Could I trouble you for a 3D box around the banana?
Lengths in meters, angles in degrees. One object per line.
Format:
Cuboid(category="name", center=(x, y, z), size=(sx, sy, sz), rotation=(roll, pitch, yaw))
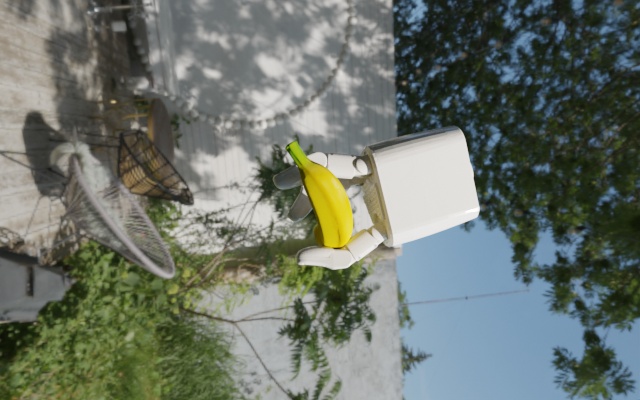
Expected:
Cuboid(category="banana", center=(0.008, 0.014, 0.501), size=(0.037, 0.069, 0.198), rotation=(-26, -29, -8))
